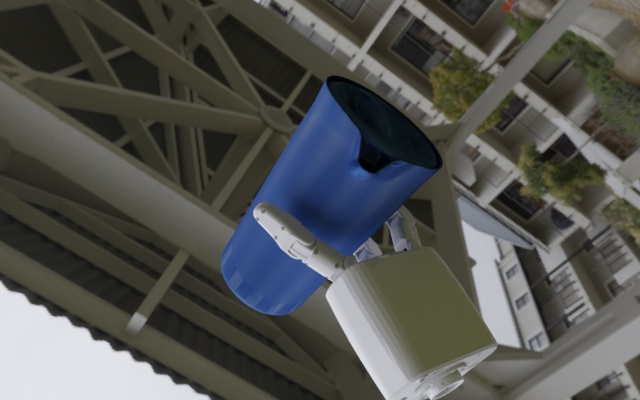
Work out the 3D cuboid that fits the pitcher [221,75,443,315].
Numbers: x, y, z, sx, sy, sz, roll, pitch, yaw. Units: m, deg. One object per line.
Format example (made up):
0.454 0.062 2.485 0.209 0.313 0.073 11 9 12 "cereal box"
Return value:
0.000 0.002 0.501 0.149 0.145 0.243 6 -48 -46 "pitcher"
